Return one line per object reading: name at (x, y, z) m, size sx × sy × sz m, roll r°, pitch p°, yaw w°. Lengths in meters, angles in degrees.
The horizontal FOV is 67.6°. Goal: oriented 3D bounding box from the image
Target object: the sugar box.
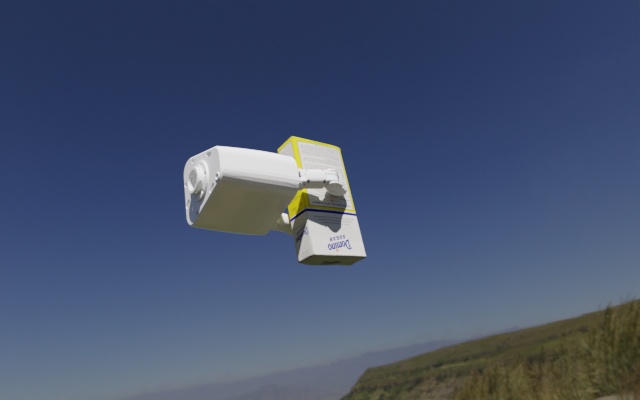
sugar box at (0.000, 0.002, 0.668) m, size 0.093 × 0.176 × 0.048 m, roll 8°, pitch -27°, yaw -37°
